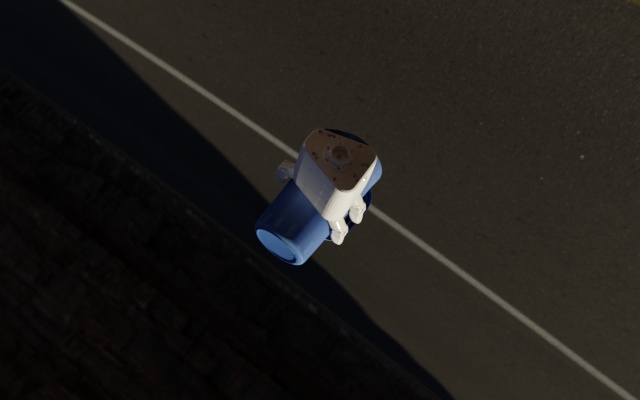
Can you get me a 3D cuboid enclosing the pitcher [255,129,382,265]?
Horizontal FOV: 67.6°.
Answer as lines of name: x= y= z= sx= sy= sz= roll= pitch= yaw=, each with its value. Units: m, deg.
pitcher: x=0.000 y=0.003 z=0.871 sx=0.149 sy=0.242 sz=0.145 roll=37 pitch=-25 yaw=7
